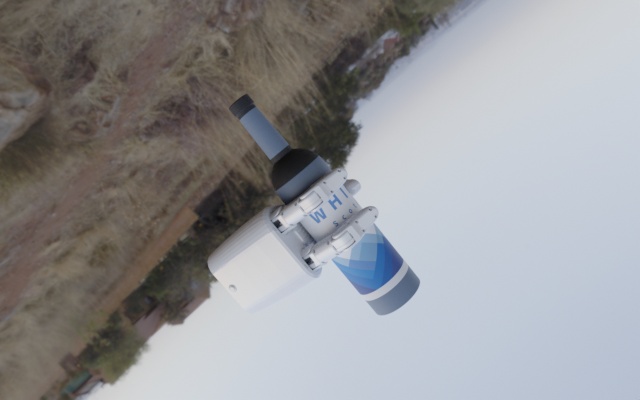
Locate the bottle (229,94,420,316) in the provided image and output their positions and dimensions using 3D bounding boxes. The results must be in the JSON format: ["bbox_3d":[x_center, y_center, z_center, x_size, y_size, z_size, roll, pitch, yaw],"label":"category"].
[{"bbox_3d":[0.000,0.002,0.553,0.069,0.296,0.069,-39,7,6],"label":"bottle"}]
